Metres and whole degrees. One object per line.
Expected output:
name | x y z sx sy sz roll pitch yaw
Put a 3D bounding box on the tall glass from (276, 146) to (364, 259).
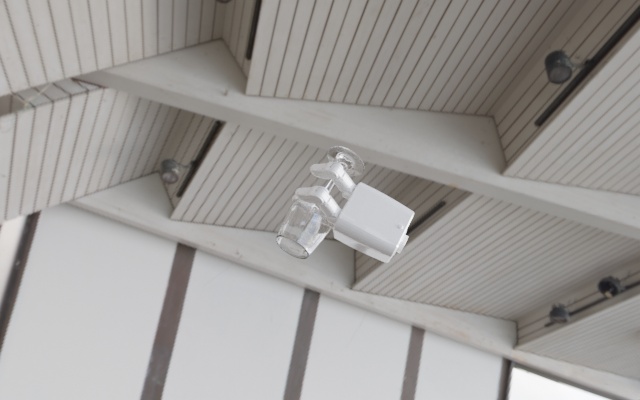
tall glass | 0.000 0.002 0.821 0.079 0.201 0.079 24 -29 15
